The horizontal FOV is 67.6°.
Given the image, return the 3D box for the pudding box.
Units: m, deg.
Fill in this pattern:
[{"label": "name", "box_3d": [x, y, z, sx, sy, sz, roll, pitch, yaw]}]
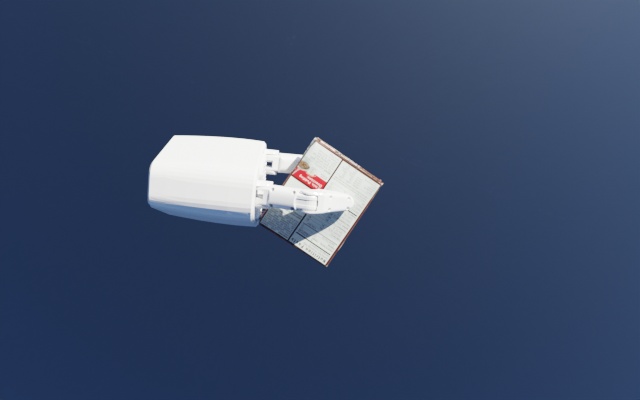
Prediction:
[{"label": "pudding box", "box_3d": [0.000, 0.002, 0.520, 0.090, 0.113, 0.039, 34, 8, -4]}]
